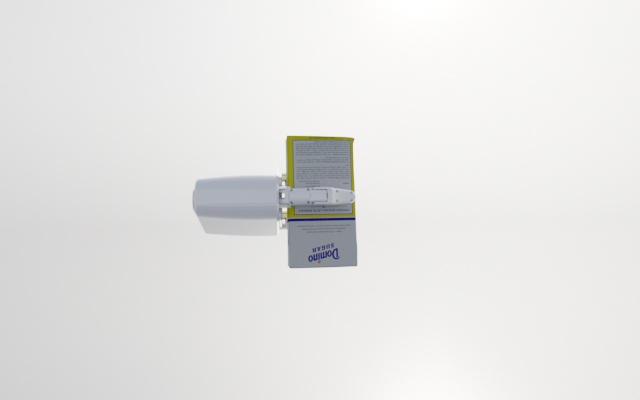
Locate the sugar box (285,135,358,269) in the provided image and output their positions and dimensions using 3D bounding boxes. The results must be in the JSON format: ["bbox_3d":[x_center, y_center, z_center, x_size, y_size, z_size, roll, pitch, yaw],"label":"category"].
[{"bbox_3d":[0.000,0.002,0.648,0.093,0.176,0.048,0,-3,-7],"label":"sugar box"}]
